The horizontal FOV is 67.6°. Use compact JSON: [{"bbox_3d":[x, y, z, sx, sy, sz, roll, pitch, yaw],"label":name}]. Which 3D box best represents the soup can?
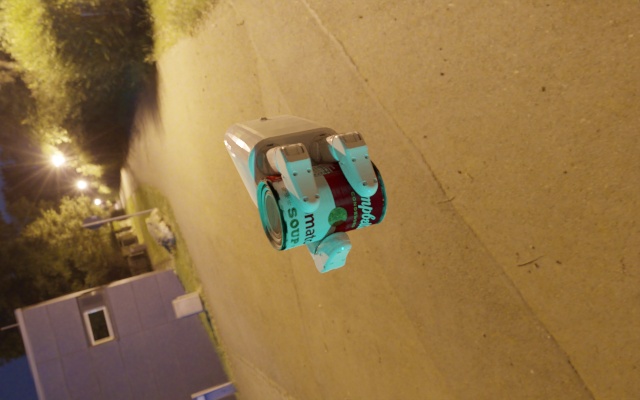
[{"bbox_3d":[0.000,0.002,0.439,0.102,0.068,0.068,-14,5,-22],"label":"soup can"}]
